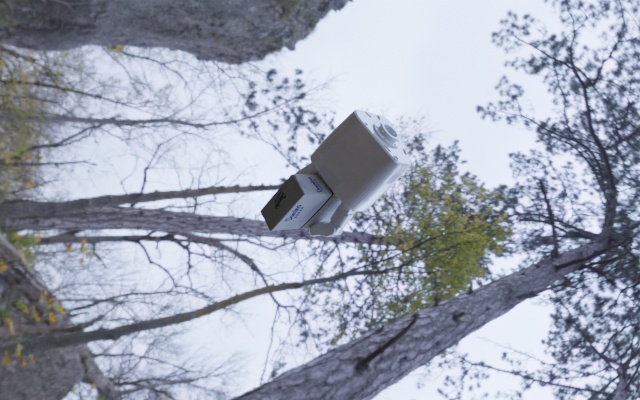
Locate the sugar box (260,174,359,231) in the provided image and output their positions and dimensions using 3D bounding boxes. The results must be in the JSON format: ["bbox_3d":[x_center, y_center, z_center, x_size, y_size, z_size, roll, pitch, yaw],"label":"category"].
[{"bbox_3d":[0.000,0.002,0.759,0.176,0.048,0.093,2,-40,-47],"label":"sugar box"}]
